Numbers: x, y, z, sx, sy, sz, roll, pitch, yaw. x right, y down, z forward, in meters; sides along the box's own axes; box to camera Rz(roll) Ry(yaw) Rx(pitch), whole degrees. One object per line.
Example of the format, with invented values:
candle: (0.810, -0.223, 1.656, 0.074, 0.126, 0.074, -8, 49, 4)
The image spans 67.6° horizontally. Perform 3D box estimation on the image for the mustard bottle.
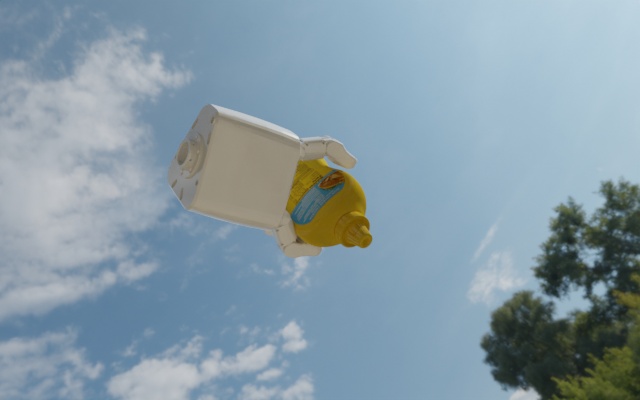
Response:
mustard bottle: (0.000, 0.002, 0.581, 0.191, 0.096, 0.058, 41, -6, 48)
